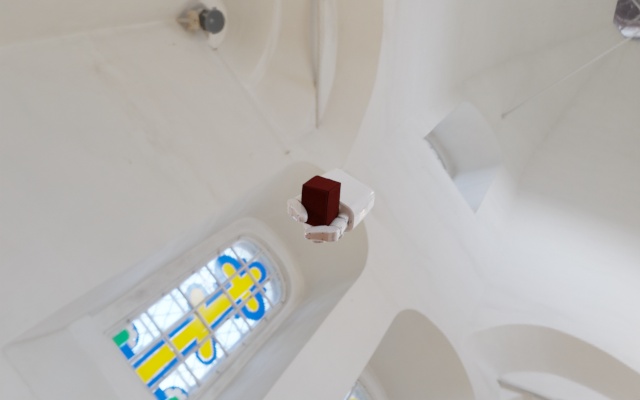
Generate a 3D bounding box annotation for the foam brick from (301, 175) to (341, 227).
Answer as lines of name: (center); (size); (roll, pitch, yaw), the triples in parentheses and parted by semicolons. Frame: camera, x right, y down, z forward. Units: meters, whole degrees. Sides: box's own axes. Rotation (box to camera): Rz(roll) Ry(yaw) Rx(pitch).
foam brick: (0.000, 0.003, 0.846); (0.053, 0.078, 0.051); (19, 32, 24)
